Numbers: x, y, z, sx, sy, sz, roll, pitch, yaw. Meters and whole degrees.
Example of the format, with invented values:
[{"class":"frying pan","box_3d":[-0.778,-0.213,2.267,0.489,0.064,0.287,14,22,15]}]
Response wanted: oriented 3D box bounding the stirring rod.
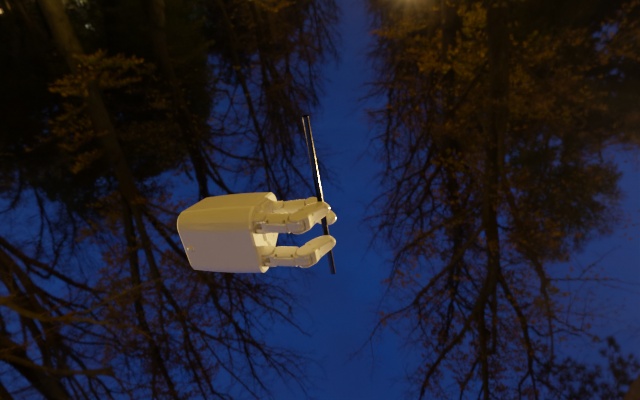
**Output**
[{"class":"stirring rod","box_3d":[0.000,0.002,0.627,0.011,0.240,0.011,-7,31,4]}]
